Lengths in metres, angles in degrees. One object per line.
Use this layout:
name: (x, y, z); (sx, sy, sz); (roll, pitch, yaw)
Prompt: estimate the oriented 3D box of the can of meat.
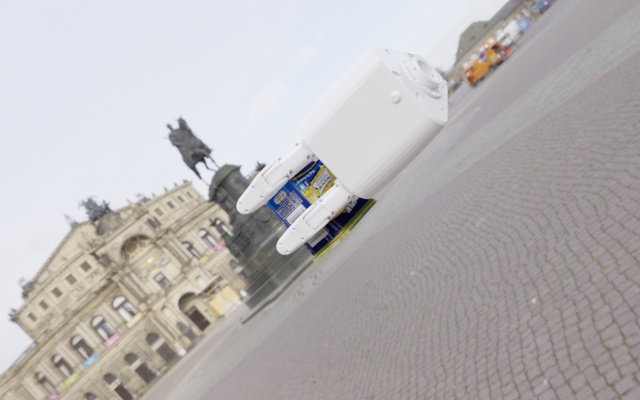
can of meat: (0.000, 0.001, 0.506); (0.057, 0.084, 0.102); (-44, -1, 39)
